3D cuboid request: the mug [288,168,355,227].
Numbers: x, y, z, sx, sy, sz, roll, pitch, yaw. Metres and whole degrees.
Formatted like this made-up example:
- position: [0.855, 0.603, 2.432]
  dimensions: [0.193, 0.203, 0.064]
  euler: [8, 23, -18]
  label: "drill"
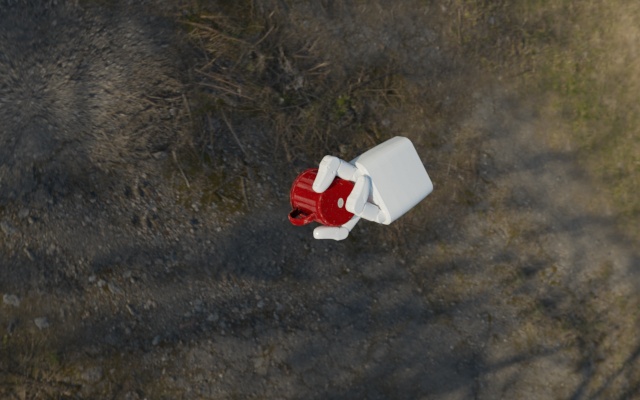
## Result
- position: [-0.001, 0.003, 0.785]
  dimensions: [0.117, 0.093, 0.081]
  euler: [-34, 26, -22]
  label: "mug"
